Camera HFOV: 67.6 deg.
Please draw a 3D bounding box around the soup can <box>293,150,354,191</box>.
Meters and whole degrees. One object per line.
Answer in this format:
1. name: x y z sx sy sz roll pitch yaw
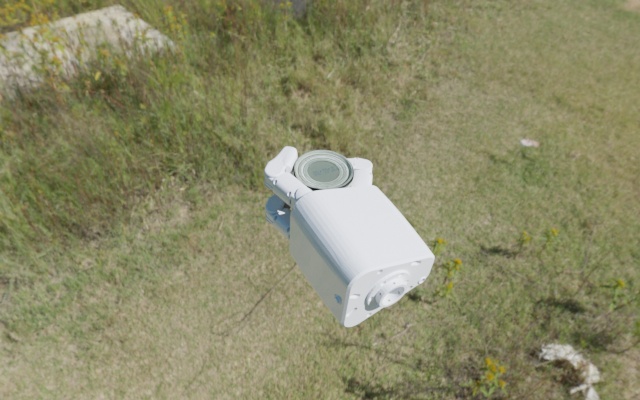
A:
1. soup can: 0.000 0.001 0.548 0.068 0.068 0.102 3 -45 -3
